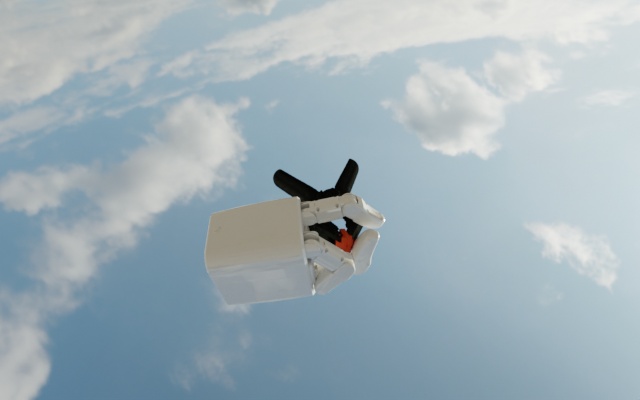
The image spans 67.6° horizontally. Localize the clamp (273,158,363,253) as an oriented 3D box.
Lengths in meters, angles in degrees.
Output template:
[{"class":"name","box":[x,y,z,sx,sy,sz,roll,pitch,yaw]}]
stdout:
[{"class":"clamp","box":[0.000,0.003,0.614,0.120,0.039,0.171,-9,36,0]}]
